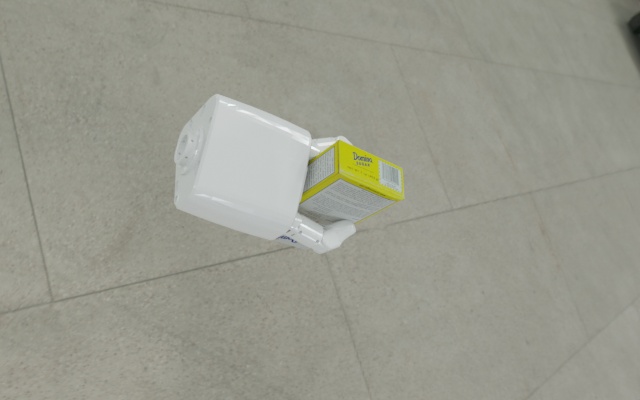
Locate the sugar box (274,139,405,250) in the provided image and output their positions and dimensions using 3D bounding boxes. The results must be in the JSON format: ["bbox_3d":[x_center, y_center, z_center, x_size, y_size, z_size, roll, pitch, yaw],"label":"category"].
[{"bbox_3d":[0.000,0.001,0.542,0.093,0.048,0.176,21,-32,-33],"label":"sugar box"}]
